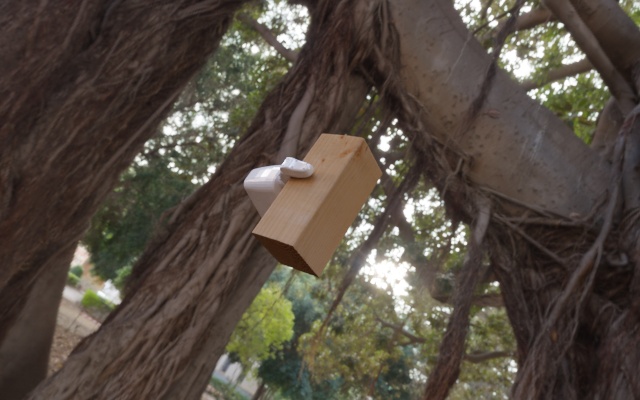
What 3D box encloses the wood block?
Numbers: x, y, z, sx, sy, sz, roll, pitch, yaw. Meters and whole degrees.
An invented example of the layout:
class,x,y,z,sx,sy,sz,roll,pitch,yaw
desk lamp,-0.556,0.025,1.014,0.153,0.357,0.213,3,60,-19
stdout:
class,x,y,z,sx,sy,sz,roll,pitch,yaw
wood block,0.000,0.002,0.747,0.090,0.206,0.091,13,-29,40
